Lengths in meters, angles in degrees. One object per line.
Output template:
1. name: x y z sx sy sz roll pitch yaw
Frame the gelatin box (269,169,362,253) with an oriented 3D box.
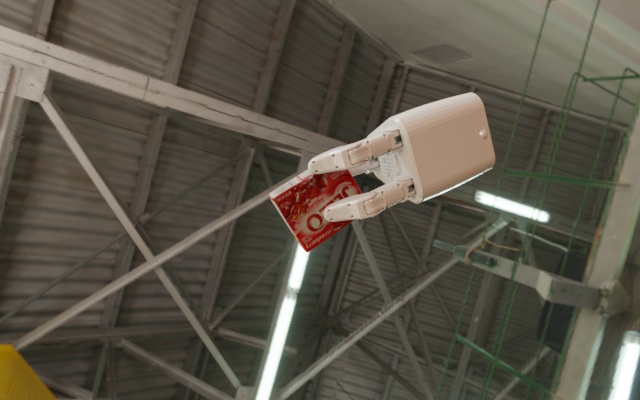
1. gelatin box: 0.000 0.002 0.526 0.089 0.073 0.030 -33 19 -8
